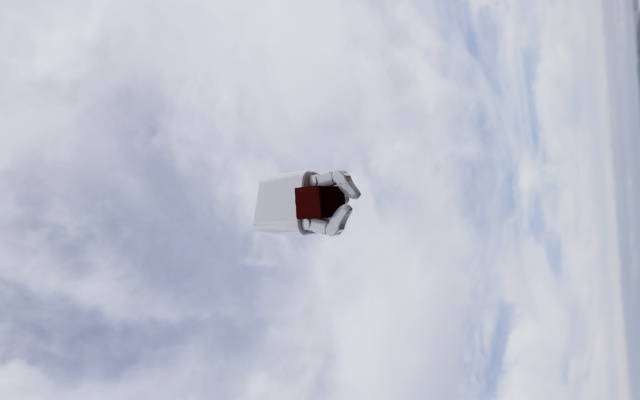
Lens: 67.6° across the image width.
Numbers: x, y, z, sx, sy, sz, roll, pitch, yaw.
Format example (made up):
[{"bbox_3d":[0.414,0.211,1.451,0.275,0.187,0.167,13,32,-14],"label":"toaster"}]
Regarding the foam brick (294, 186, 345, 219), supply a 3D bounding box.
[{"bbox_3d":[0.000,0.002,0.786,0.051,0.053,0.078,-3,0,33],"label":"foam brick"}]
